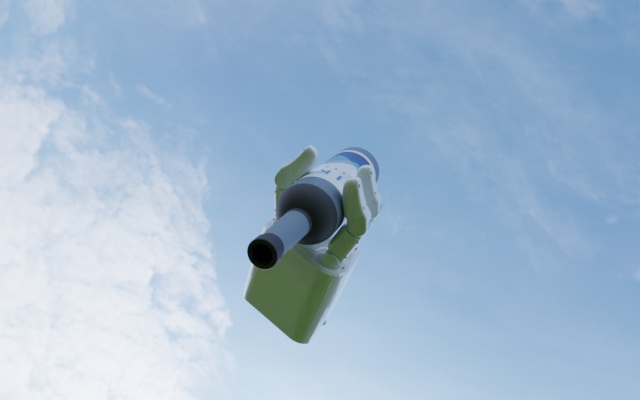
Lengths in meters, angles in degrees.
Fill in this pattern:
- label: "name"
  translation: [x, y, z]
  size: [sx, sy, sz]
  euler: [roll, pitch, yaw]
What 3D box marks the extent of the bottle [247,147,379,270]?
- label: "bottle"
  translation: [0.000, 0.002, 0.518]
  size: [0.069, 0.069, 0.295]
  euler: [0, 17, 20]
